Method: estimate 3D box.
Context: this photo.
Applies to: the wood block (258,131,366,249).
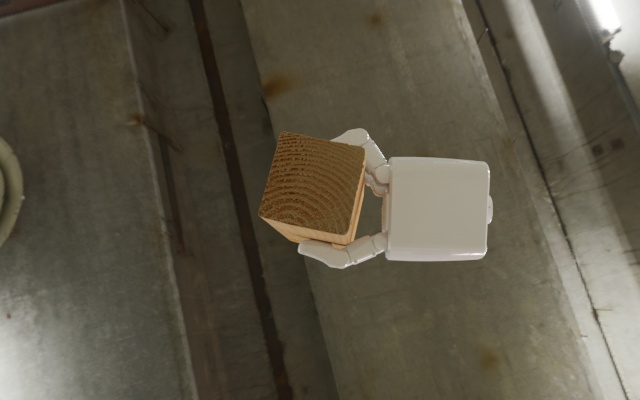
[{"bbox_3d":[0.000,0.002,0.559,0.090,0.091,0.206,12,-10,7],"label":"wood block"}]
